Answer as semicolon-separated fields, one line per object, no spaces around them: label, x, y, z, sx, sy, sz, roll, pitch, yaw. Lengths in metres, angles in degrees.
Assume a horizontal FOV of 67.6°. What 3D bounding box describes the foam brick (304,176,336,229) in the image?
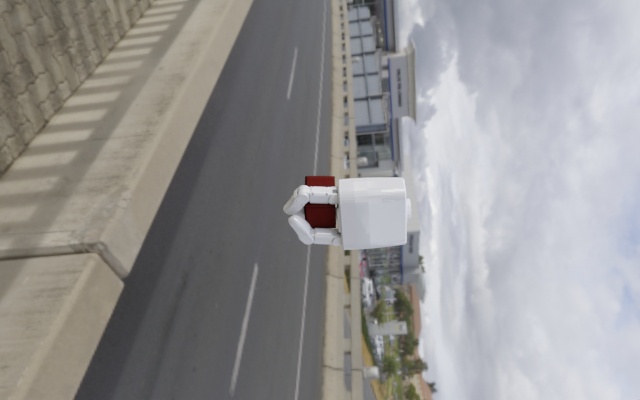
foam brick;0.000;0.002;0.801;0.051;0.078;0.053;-2;-45;2
